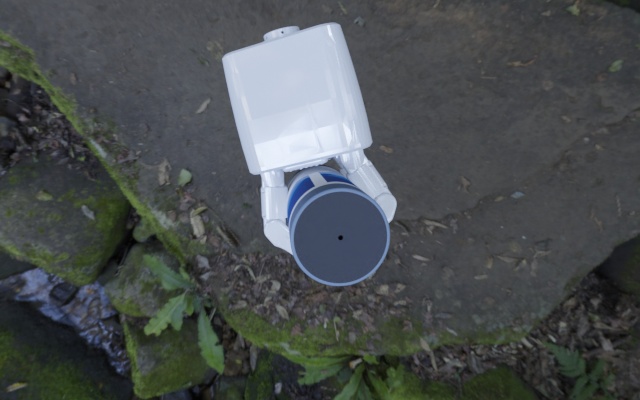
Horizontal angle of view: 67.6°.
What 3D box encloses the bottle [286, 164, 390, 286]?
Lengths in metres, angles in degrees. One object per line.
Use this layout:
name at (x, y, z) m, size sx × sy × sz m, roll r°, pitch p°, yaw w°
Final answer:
bottle at (0.000, 0.002, 0.457) m, size 0.069 × 0.069 × 0.295 m, roll 0°, pitch 9°, yaw -5°
